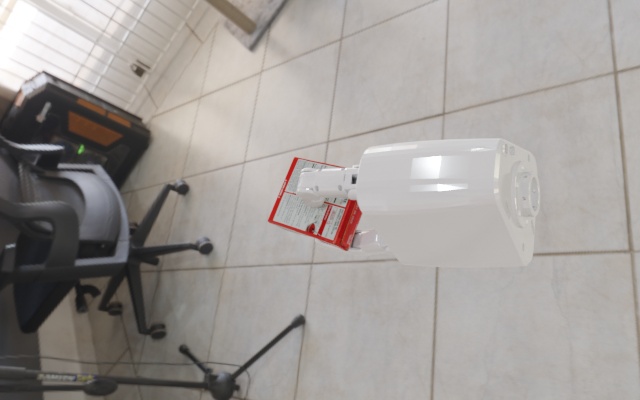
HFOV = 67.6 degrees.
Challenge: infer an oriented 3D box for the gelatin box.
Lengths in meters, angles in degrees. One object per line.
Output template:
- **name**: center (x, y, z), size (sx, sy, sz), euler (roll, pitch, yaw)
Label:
- **gelatin box**: center (0.000, 0.001, 0.468), size (0.089, 0.073, 0.030), euler (15, -10, 36)
